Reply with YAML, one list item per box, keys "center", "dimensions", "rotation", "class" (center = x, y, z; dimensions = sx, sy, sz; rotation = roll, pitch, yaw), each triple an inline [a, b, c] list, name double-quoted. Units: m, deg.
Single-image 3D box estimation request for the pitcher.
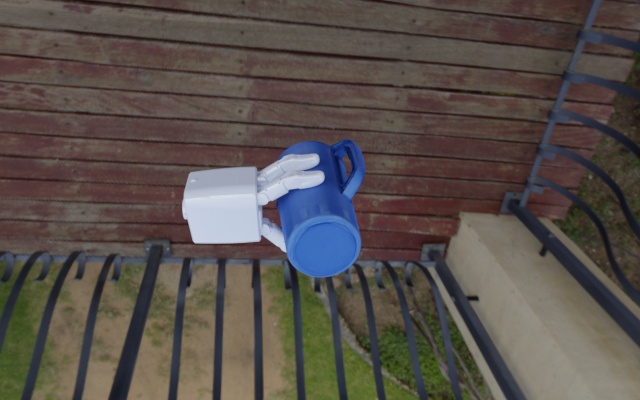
- center: [0.000, 0.003, 0.767]
  dimensions: [0.145, 0.149, 0.242]
  rotation: [-1, 30, -7]
  class: "pitcher"
